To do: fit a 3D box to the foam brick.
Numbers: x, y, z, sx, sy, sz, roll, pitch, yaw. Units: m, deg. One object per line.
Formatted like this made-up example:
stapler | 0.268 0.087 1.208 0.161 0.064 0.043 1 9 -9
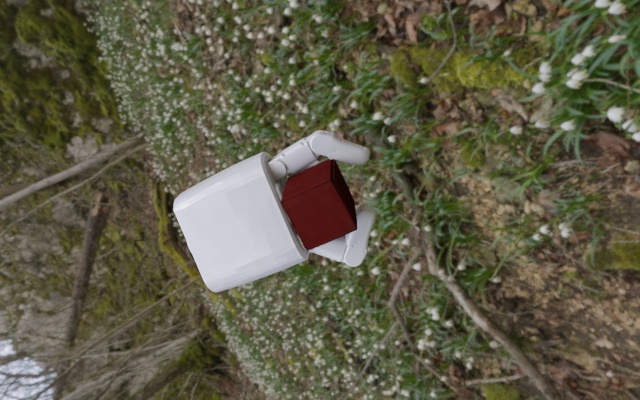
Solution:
foam brick | 0.000 0.001 0.445 0.051 0.053 0.078 -24 16 9
